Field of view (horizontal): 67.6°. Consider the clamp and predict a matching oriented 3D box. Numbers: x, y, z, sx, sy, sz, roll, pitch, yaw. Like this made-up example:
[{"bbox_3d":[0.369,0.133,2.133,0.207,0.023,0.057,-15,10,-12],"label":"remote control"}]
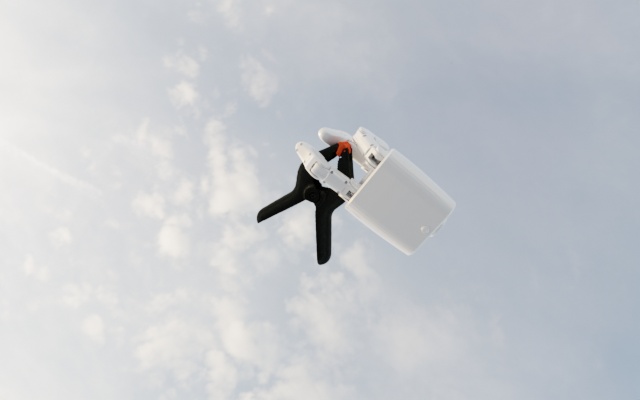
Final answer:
[{"bbox_3d":[0.000,0.002,0.650,0.120,0.171,0.039,39,22,2],"label":"clamp"}]
